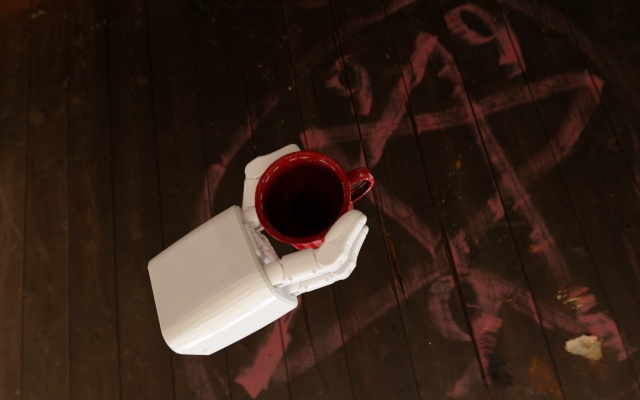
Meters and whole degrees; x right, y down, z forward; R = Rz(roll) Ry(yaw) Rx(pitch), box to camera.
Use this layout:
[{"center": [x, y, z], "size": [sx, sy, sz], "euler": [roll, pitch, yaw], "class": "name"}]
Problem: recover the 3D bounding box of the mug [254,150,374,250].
[{"center": [0.001, 0.001, 0.485], "size": [0.117, 0.093, 0.081], "euler": [-29, -20, 1], "class": "mug"}]
